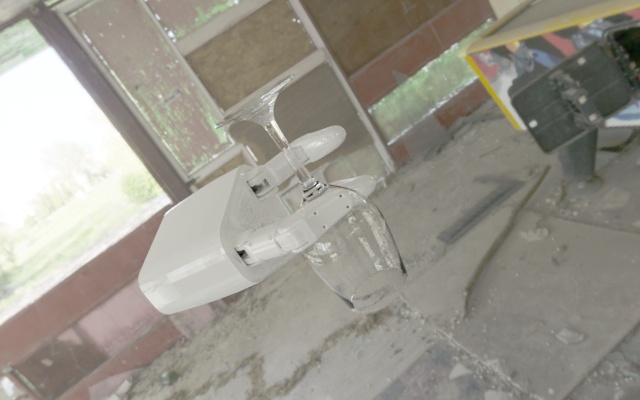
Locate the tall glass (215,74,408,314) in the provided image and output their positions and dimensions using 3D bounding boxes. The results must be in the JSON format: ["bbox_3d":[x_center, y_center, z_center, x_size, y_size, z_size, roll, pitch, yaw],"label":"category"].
[{"bbox_3d":[0.000,0.001,0.402,0.079,0.201,0.079,-30,17,10],"label":"tall glass"}]
